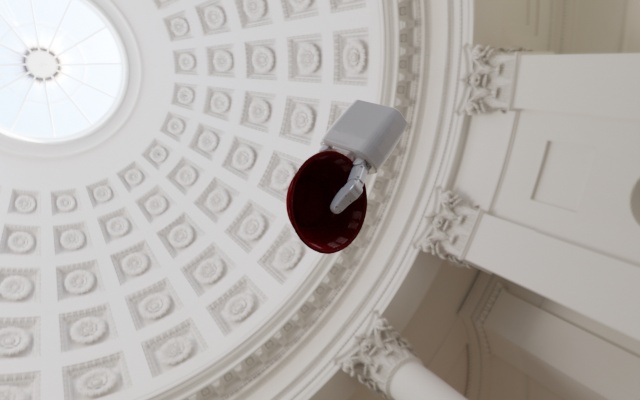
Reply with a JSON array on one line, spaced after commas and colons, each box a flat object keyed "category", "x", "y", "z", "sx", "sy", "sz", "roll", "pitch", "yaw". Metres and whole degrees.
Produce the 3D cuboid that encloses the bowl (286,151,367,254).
[{"category": "bowl", "x": -0.001, "y": 0.003, "z": 0.764, "sx": 0.162, "sy": 0.162, "sz": 0.055, "roll": 0, "pitch": 1, "yaw": -40}]
